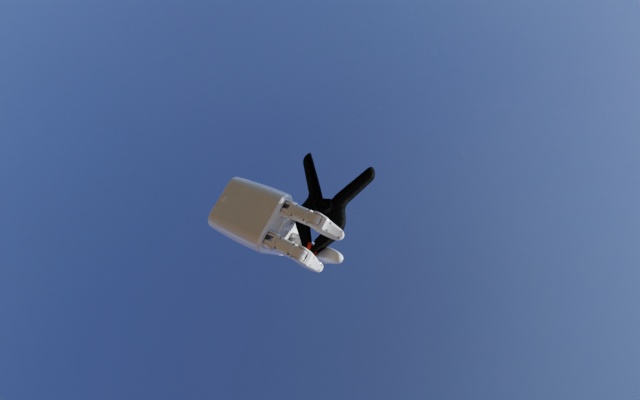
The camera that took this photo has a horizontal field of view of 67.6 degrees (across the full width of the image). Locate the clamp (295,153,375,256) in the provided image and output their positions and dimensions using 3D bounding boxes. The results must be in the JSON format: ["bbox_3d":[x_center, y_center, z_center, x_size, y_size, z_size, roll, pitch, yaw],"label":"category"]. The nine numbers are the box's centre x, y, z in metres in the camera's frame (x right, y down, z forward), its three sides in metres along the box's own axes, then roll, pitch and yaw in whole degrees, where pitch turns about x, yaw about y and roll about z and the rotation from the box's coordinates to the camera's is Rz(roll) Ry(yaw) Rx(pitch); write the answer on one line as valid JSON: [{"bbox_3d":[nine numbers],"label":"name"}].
[{"bbox_3d":[0.000,0.003,0.758,0.120,0.171,0.039,21,-17,24],"label":"clamp"}]
